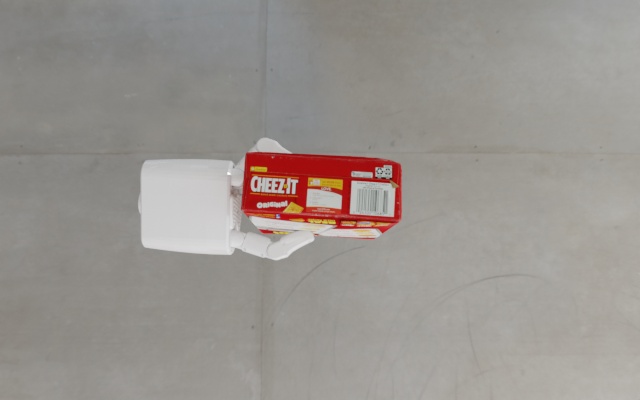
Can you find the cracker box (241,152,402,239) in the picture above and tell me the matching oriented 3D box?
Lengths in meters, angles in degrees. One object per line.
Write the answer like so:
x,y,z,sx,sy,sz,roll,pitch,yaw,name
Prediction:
0.000,0.002,0.585,0.164,0.072,0.214,3,-9,0,cracker box
